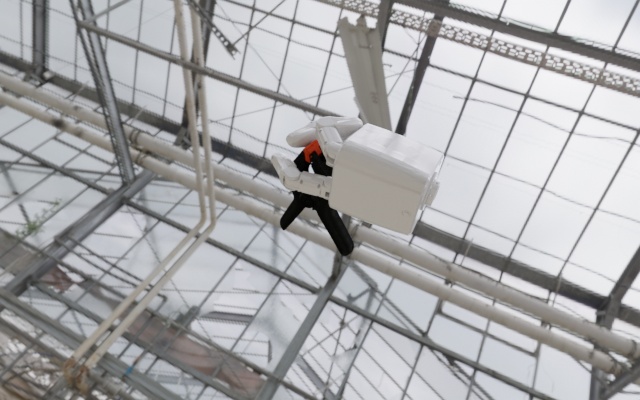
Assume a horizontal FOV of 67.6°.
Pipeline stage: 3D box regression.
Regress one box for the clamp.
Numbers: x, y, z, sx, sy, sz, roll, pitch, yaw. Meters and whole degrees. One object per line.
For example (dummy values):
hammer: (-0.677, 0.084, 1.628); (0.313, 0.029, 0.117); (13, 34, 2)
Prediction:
clamp: (0.000, 0.002, 0.645); (0.120, 0.172, 0.039); (23, 48, 15)
